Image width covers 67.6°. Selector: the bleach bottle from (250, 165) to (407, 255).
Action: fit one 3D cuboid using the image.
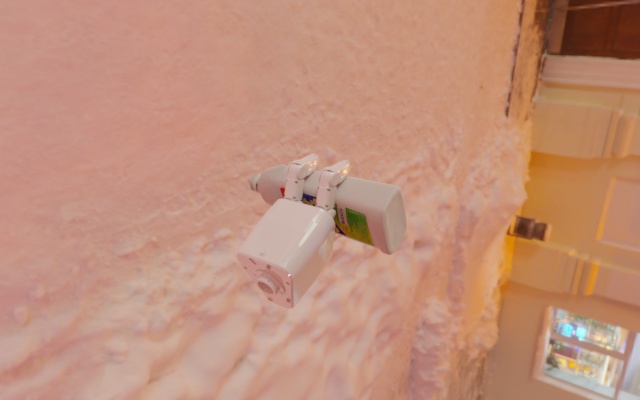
[{"bbox_3d":[0.000,0.002,0.720,0.251,0.103,0.068,14,49,31],"label":"bleach bottle"}]
